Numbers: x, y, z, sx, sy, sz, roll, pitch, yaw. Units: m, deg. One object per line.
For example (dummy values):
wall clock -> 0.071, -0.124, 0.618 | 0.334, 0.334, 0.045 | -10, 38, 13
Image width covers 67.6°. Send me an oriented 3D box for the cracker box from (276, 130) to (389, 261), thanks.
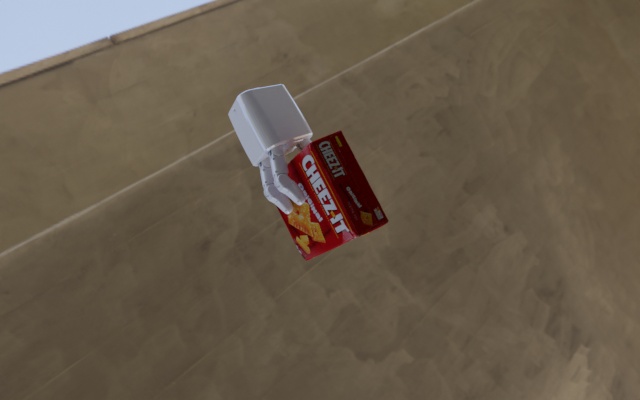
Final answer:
cracker box -> 0.000, 0.003, 0.815 | 0.072, 0.164, 0.214 | -26, -5, -29
